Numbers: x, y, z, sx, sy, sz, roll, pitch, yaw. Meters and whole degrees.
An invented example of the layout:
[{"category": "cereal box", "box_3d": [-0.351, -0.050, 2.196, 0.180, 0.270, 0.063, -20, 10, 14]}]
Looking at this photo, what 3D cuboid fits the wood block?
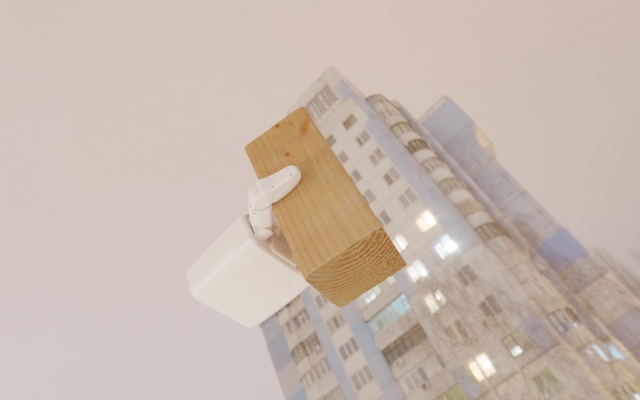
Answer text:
[{"category": "wood block", "box_3d": [0.000, 0.002, 0.538, 0.090, 0.206, 0.091, -34, -40, 5]}]
